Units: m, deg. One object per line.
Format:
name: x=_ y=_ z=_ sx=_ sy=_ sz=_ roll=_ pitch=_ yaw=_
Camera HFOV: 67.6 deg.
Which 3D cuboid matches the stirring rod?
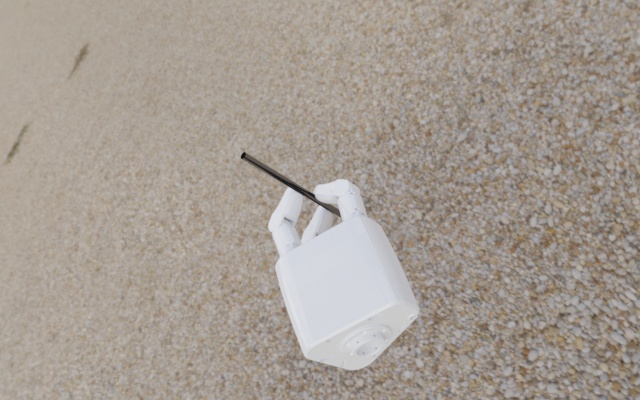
stirring rod: x=0.000 y=0.002 z=0.560 sx=0.011 sy=0.011 sz=0.240 roll=0 pitch=-23 yaw=45
